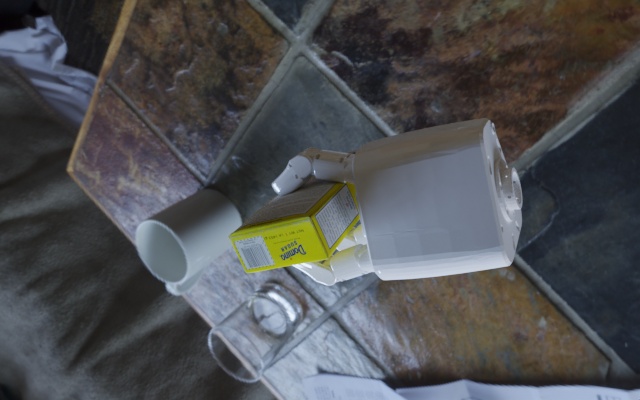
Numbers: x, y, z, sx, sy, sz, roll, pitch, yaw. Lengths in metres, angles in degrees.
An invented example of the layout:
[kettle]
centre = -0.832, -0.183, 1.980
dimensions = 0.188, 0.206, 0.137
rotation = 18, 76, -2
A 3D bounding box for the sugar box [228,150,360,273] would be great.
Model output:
[sugar box]
centre = 0.000, 0.002, 0.461
dimensions = 0.093, 0.048, 0.176
rotation = -13, 16, 34
